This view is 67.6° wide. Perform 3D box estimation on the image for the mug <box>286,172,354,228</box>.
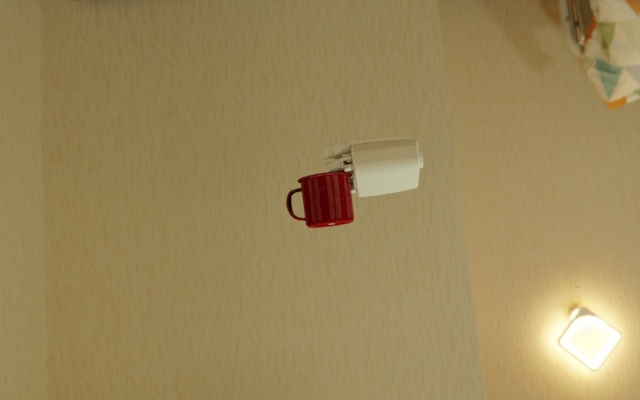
[{"bbox_3d":[-0.001,0.003,0.800,0.117,0.081,0.093,-7,-7,6],"label":"mug"}]
